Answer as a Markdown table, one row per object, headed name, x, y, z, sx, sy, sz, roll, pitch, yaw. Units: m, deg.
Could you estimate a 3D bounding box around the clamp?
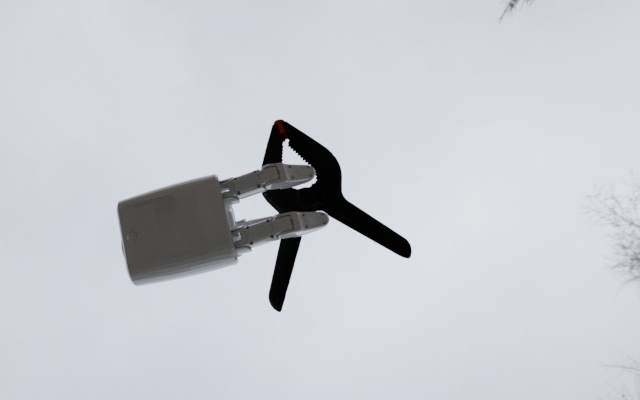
| name | x | y | z | sx | sy | sz | roll | pitch | yaw |
| --- | --- | --- | --- | --- | --- | --- | --- | --- | --- |
| clamp | 0.000 | 0.002 | 0.537 | 0.164 | 0.210 | 0.036 | -14 | -16 | -10 |
